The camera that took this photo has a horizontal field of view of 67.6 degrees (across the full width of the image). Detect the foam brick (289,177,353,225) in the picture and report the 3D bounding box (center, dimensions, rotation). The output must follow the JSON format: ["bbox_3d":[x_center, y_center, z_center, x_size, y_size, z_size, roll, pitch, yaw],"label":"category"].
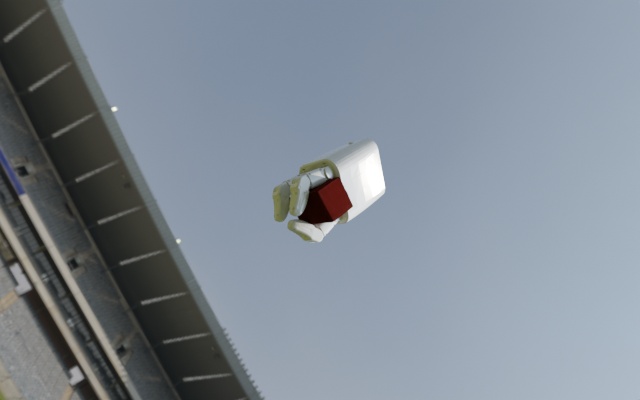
[{"bbox_3d":[0.000,0.002,0.727,0.051,0.053,0.078,-34,14,-36],"label":"foam brick"}]
